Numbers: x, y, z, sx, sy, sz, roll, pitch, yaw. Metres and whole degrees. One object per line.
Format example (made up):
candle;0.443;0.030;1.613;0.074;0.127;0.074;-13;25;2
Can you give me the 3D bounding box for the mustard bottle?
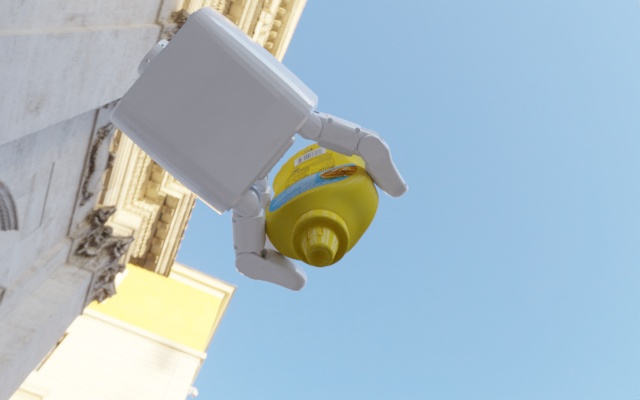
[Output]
mustard bottle;0.000;0.001;0.402;0.096;0.058;0.191;-22;19;9
